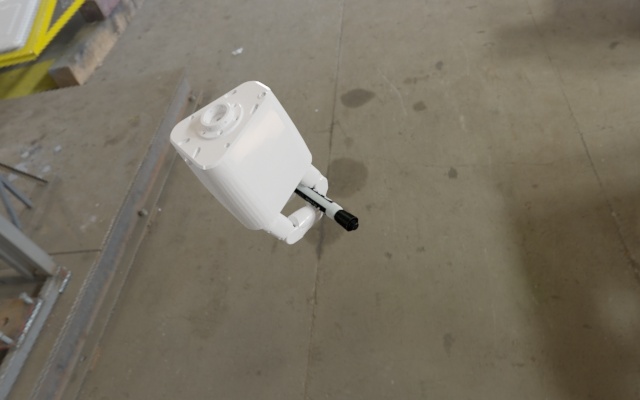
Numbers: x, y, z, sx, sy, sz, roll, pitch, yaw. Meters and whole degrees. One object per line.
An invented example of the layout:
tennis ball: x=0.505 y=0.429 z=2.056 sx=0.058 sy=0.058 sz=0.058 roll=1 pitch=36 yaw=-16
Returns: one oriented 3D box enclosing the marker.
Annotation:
marker: x=0.000 y=0.002 z=0.560 sx=0.020 sy=0.020 sz=0.121 roll=0 pitch=27 yaw=-46
